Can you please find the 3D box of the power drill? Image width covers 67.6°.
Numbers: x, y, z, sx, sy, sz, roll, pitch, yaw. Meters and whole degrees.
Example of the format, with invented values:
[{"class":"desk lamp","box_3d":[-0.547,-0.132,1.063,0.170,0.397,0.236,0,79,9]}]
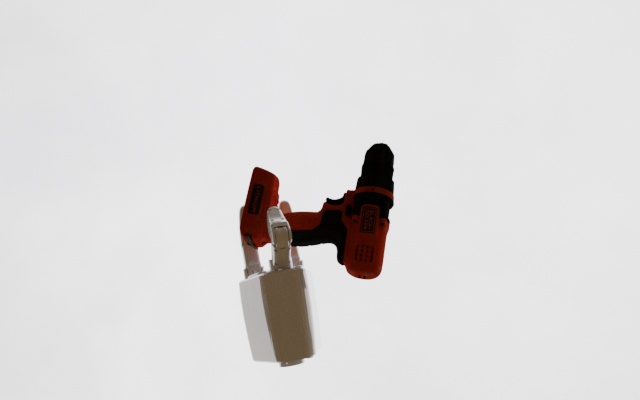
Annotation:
[{"class":"power drill","box_3d":[0.000,0.002,0.619,0.187,0.184,0.057,5,-24,12]}]
